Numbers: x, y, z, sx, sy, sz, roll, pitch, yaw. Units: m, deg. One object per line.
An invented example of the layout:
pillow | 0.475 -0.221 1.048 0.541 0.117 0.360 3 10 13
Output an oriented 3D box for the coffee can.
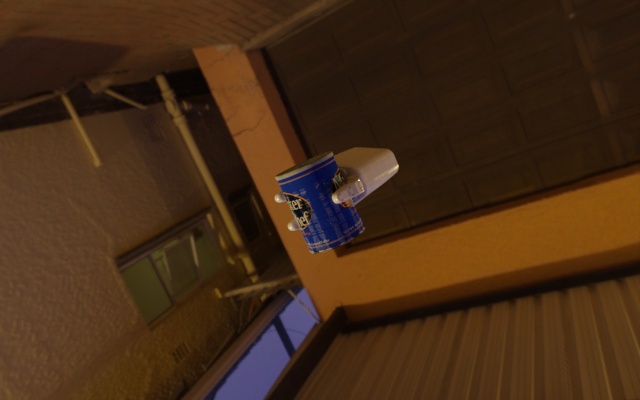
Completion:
coffee can | 0.000 0.003 0.793 0.103 0.140 0.103 -24 9 4
